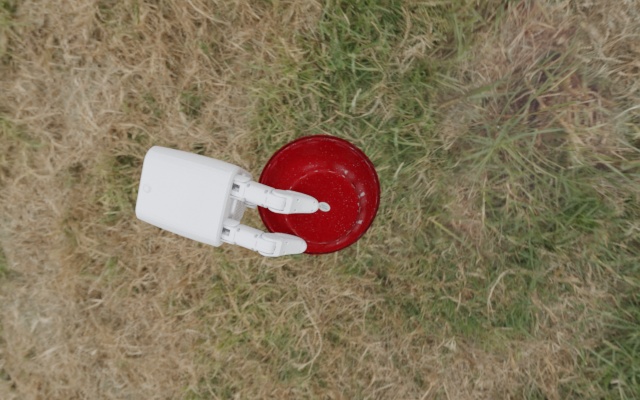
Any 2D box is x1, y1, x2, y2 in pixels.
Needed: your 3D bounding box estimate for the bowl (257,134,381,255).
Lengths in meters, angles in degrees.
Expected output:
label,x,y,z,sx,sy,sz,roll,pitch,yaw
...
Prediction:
label,x,y,z,sx,sy,sz,roll,pitch,yaw
bowl,0.001,0.002,0.594,0.162,0.162,0.055,0,16,-5
